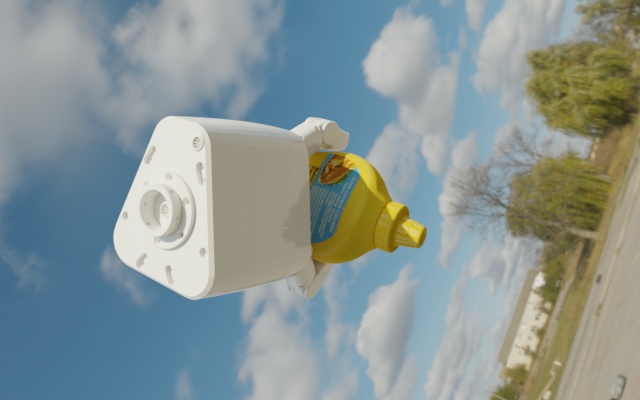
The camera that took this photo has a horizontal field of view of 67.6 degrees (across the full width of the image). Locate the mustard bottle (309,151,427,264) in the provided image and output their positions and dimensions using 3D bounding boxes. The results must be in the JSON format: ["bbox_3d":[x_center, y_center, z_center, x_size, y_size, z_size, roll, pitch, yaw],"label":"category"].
[{"bbox_3d":[0.000,0.001,0.418,0.191,0.096,0.058,19,-13,28],"label":"mustard bottle"}]
